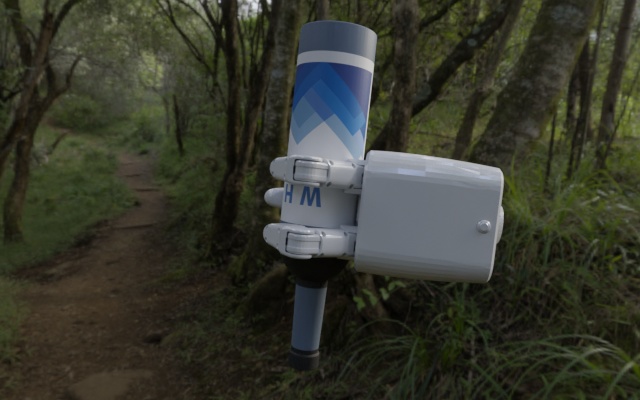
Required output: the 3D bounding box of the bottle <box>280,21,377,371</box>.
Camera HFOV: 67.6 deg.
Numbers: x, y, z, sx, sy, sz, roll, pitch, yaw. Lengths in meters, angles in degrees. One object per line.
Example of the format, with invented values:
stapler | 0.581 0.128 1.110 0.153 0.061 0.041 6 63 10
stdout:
bottle | 0.000 0.001 0.421 0.069 0.296 0.069 6 3 0
